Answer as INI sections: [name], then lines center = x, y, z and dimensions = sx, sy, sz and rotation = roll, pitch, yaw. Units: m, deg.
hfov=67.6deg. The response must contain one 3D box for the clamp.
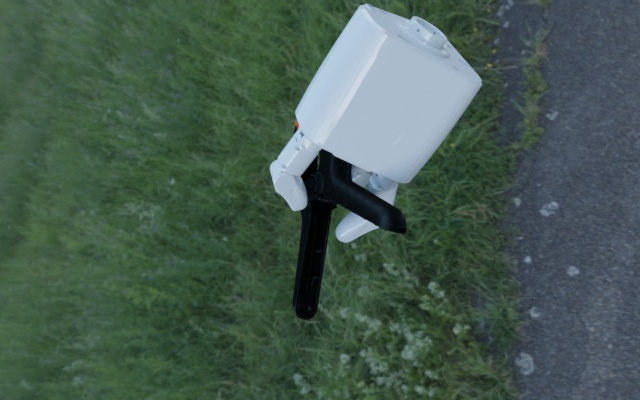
[clamp]
center = -0.001, 0.001, 0.478
dimensions = 0.036, 0.209, 0.165
rotation = 13, -51, -30
